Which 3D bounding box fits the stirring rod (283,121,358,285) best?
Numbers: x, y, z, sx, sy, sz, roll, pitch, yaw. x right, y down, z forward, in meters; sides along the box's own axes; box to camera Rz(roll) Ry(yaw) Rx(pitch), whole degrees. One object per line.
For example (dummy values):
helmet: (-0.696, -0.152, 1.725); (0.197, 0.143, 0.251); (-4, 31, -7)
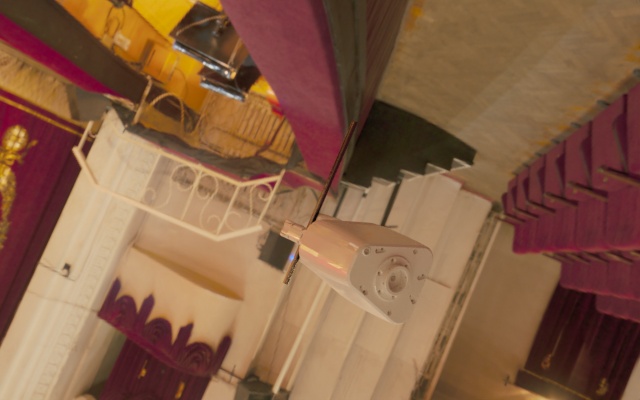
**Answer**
stirring rod: (0.000, 0.002, 0.651); (0.011, 0.239, 0.011); (23, -2, 1)
